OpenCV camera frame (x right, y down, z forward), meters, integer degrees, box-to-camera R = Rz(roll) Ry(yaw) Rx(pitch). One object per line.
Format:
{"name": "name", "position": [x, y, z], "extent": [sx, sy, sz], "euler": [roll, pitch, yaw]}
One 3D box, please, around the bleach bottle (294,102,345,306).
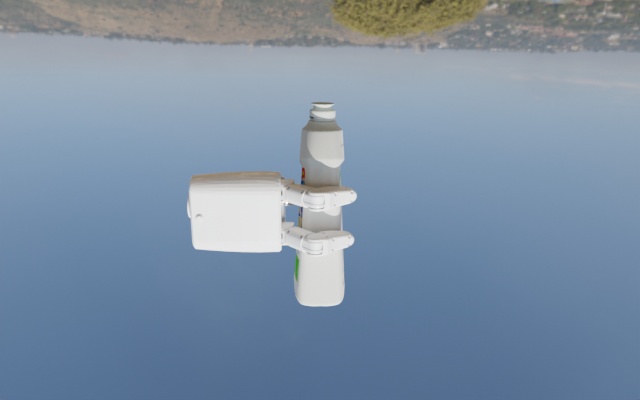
{"name": "bleach bottle", "position": [0.000, 0.002, 0.610], "extent": [0.068, 0.251, 0.102], "euler": [0, 17, -3]}
